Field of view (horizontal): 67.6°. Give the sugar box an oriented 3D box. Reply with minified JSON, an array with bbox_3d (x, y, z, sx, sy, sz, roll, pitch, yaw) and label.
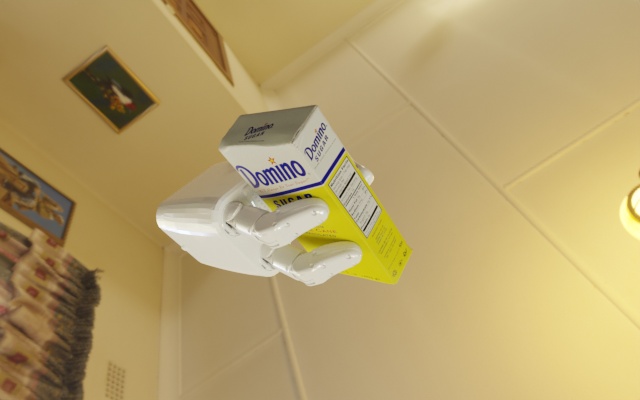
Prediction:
[{"bbox_3d":[0.000,0.002,0.409,0.093,0.048,0.176,3,-36,44],"label":"sugar box"}]
